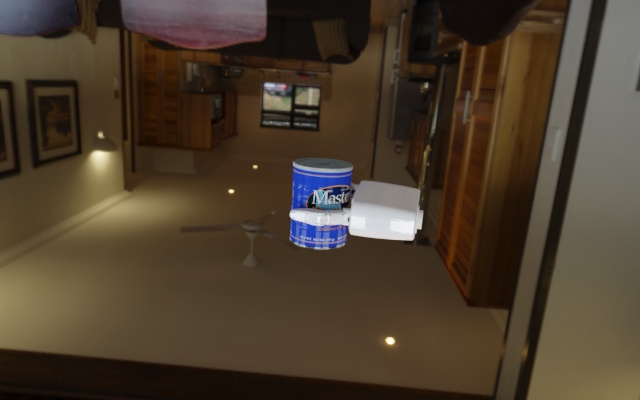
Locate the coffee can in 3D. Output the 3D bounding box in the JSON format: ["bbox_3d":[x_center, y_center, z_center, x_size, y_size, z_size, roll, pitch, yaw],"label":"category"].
[{"bbox_3d":[0.000,0.003,0.836,0.103,0.140,0.102,4,15,-1],"label":"coffee can"}]
